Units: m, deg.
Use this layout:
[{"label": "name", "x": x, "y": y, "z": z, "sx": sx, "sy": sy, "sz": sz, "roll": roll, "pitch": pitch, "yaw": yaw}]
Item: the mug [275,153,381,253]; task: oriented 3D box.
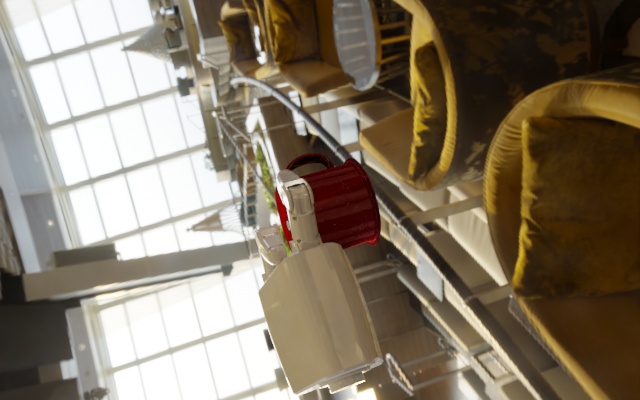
[{"label": "mug", "x": -0.001, "y": 0.000, "z": 0.484, "sx": 0.081, "sy": 0.117, "sz": 0.093, "roll": -16, "pitch": -25, "yaw": -14}]
